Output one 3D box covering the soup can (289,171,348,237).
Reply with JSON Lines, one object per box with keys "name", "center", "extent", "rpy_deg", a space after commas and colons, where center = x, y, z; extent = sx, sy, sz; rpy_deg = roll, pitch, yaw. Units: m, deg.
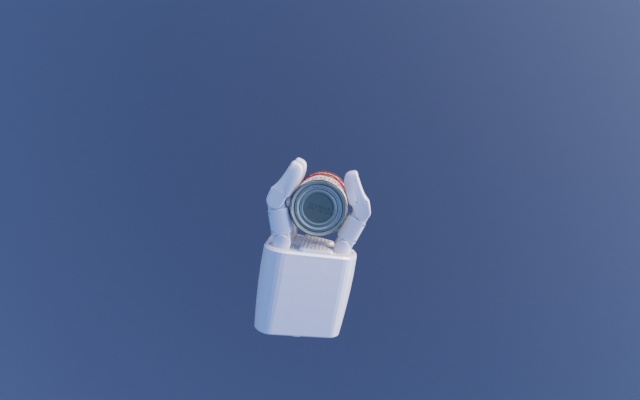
{"name": "soup can", "center": [0.000, 0.002, 0.588], "extent": [0.068, 0.068, 0.102], "rpy_deg": [0, 9, 4]}
